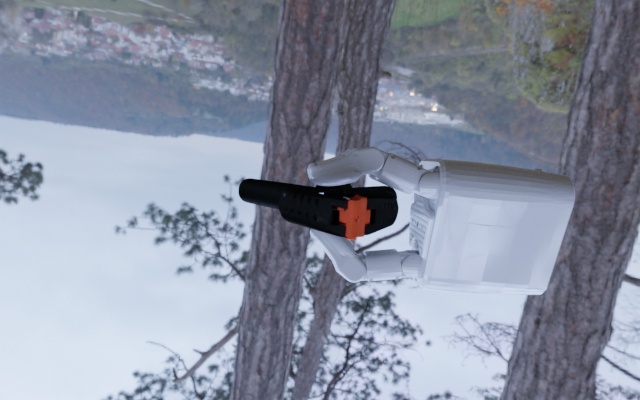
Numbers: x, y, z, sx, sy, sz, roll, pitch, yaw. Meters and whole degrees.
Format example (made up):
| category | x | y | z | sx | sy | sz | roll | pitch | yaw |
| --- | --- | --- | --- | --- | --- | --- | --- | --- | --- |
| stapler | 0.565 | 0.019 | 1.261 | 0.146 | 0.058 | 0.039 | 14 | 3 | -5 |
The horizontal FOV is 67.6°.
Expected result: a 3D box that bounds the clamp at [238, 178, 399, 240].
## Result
| category | x | y | z | sx | sy | sz | roll | pitch | yaw |
| --- | --- | --- | --- | --- | --- | --- | --- | --- | --- |
| clamp | 0.000 | 0.002 | 0.412 | 0.164 | 0.036 | 0.210 | 2 | 5 | -1 |
